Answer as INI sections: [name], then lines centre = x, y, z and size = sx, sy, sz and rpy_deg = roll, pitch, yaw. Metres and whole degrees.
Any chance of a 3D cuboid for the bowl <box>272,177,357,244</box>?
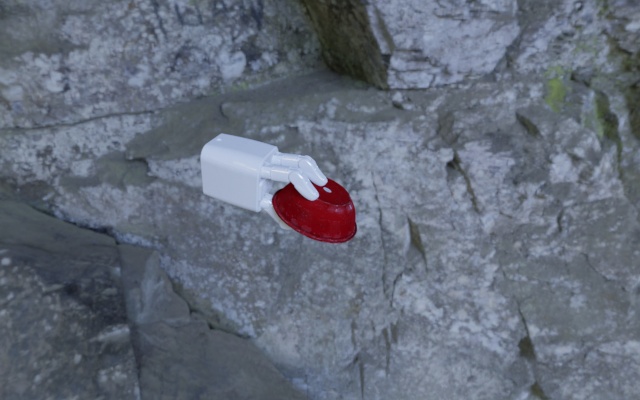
[bowl]
centre = 0.002, 0.003, 0.833
size = 0.162, 0.055, 0.162
rpy_deg = 19, 29, -11
